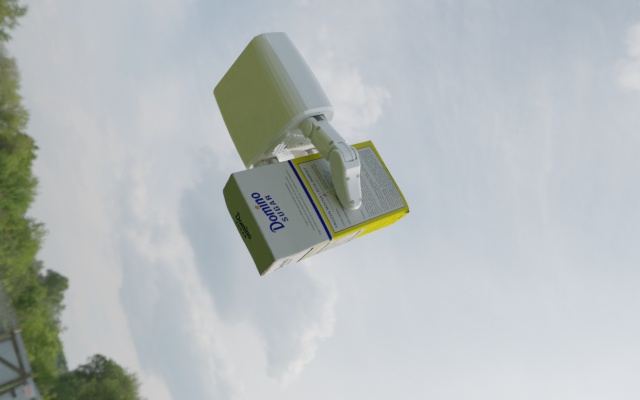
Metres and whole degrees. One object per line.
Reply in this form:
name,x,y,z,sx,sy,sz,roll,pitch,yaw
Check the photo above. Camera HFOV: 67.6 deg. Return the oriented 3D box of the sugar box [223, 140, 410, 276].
sugar box,0.000,0.002,0.479,0.176,0.093,0.048,-17,-19,-34
